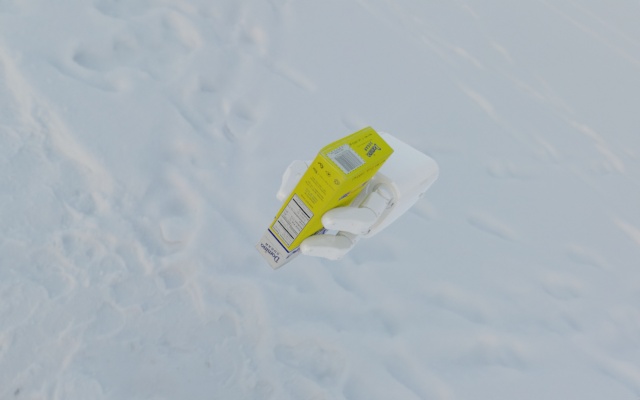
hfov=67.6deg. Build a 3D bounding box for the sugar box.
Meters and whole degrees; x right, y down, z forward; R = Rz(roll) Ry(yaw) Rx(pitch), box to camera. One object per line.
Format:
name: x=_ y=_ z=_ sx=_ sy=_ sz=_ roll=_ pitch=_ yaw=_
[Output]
sugar box: x=0.001 y=0.002 z=0.532 sx=0.093 sy=0.048 sz=0.176 roll=-30 pitch=-19 yaw=-44
